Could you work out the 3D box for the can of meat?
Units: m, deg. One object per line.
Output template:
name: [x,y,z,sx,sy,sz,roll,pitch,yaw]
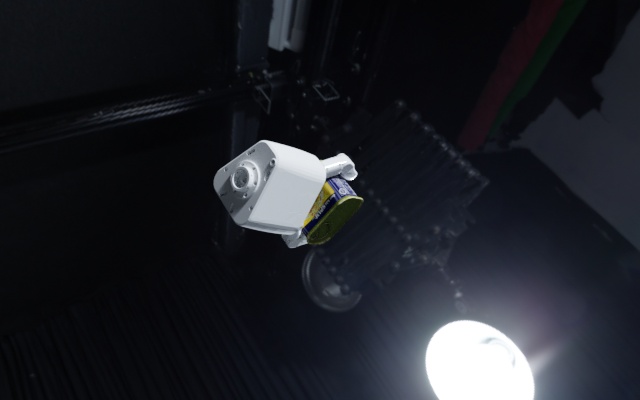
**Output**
can of meat: [0.000,0.002,0.724,0.102,0.084,0.057,-48,-29,22]
